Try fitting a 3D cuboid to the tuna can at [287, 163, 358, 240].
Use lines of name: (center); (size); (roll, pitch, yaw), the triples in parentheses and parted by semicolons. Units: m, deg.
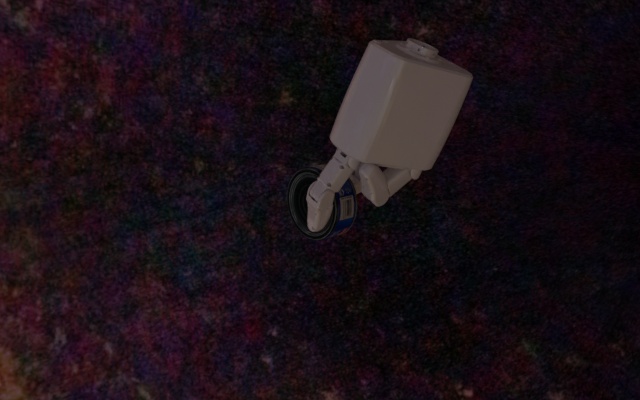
tuna can: (0.000, 0.002, 0.548); (0.034, 0.086, 0.086); (-13, 9, -42)
